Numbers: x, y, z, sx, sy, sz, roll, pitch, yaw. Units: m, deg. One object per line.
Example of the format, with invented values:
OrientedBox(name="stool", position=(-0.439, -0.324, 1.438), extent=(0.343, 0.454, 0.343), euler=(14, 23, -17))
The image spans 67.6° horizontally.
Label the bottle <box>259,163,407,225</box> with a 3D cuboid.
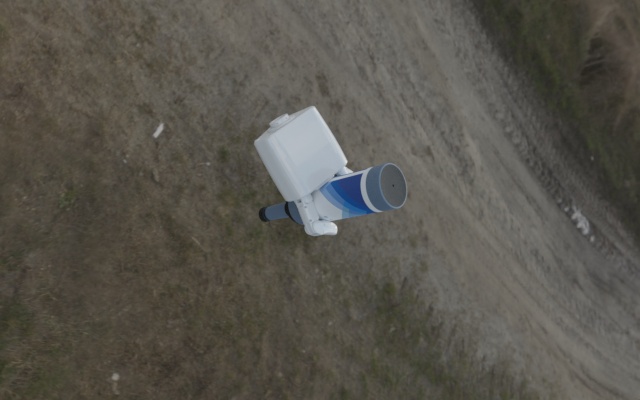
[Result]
OrientedBox(name="bottle", position=(0.000, 0.003, 0.779), extent=(0.296, 0.069, 0.069), euler=(-13, -9, 44))
